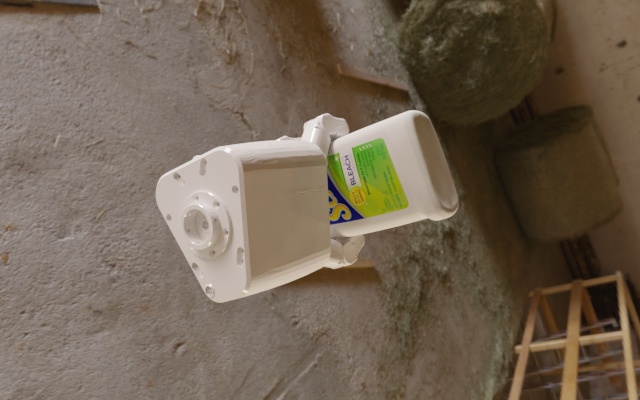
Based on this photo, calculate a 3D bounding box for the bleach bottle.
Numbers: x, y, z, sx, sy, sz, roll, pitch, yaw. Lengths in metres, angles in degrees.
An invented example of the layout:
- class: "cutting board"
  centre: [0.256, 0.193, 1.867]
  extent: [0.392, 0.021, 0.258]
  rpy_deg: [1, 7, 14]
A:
- class: "bleach bottle"
  centre: [0.000, 0.001, 0.479]
  extent: [0.251, 0.102, 0.068]
  rpy_deg: [-20, -4, 32]
